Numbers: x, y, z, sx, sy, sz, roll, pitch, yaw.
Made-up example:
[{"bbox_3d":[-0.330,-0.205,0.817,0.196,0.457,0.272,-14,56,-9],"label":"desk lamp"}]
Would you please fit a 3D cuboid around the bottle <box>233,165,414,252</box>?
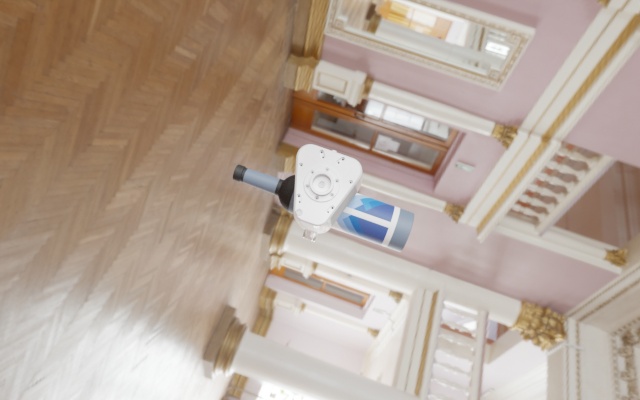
[{"bbox_3d":[0.000,0.003,0.772,0.295,0.069,0.069,19,1,3],"label":"bottle"}]
